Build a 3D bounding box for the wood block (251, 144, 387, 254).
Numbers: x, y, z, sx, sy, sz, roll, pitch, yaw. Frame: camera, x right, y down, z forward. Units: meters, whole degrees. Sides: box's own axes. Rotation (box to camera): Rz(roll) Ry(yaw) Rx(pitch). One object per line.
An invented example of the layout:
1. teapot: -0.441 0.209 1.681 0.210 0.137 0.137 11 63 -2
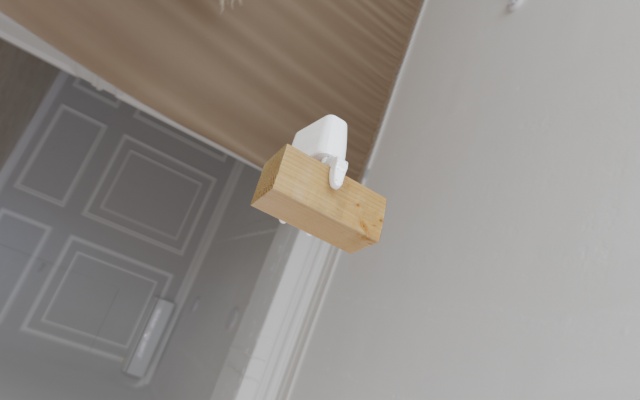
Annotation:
1. wood block: 0.000 0.002 0.813 0.206 0.090 0.091 27 -32 -20
